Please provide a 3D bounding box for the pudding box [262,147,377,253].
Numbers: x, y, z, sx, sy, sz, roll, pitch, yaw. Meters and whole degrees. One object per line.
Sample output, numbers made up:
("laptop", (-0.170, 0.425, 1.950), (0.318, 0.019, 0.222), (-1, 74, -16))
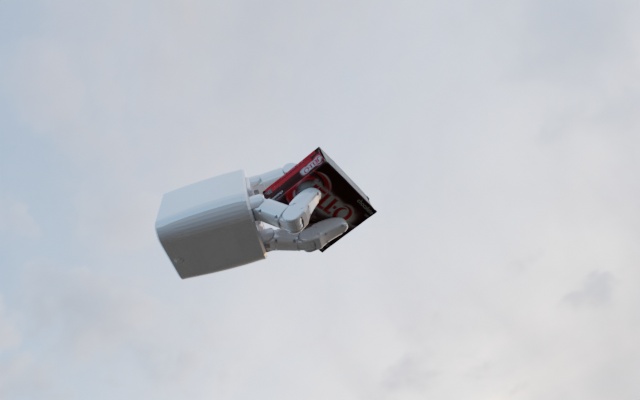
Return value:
("pudding box", (0.000, 0.002, 0.575), (0.090, 0.039, 0.113), (-37, -48, 14))
